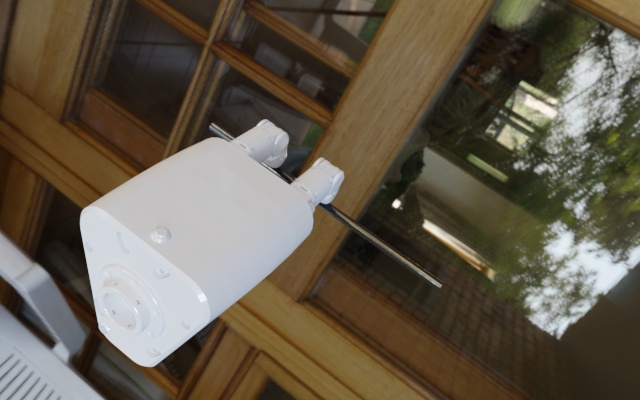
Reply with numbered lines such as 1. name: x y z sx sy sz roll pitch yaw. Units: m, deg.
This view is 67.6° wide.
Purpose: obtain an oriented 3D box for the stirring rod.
1. stirring rod: 0.000 0.001 0.406 0.239 0.011 0.011 35 7 10
